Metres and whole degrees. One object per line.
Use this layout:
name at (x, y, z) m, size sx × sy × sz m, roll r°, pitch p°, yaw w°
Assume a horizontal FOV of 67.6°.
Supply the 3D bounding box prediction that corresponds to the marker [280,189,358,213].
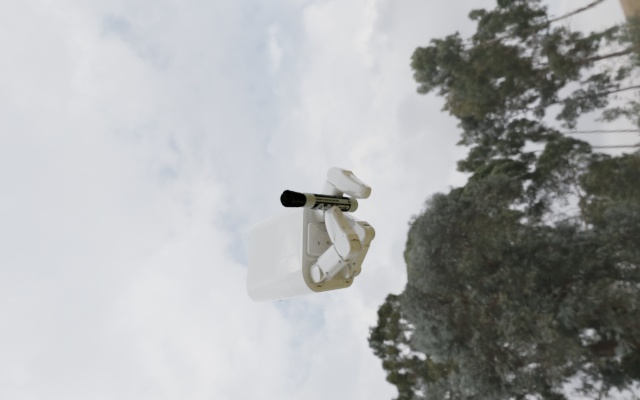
marker at (0.000, 0.002, 0.531) m, size 0.020 × 0.020 × 0.121 m, roll 0°, pitch -4°, yaw 40°
